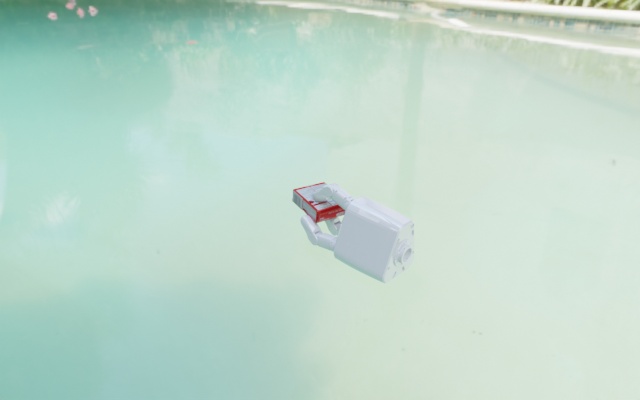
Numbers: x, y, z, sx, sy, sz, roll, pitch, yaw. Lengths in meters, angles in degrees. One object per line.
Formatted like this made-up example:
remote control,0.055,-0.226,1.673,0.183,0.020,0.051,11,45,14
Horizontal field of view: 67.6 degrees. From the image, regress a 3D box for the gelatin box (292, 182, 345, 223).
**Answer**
gelatin box,0.000,0.002,0.895,0.073,0.030,0.089,-15,37,-31
